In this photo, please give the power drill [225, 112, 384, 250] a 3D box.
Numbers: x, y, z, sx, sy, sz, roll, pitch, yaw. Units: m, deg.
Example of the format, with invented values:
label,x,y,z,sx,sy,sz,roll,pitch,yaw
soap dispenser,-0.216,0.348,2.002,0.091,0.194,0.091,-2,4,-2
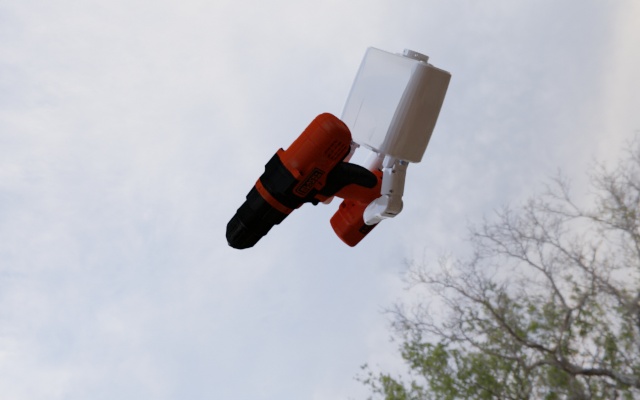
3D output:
label,x,y,z,sx,sy,sz,roll,pitch,yaw
power drill,0.001,0.002,0.565,0.188,0.184,0.057,23,26,-53
